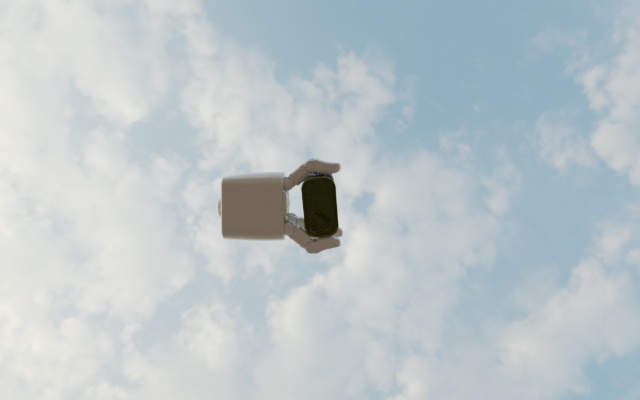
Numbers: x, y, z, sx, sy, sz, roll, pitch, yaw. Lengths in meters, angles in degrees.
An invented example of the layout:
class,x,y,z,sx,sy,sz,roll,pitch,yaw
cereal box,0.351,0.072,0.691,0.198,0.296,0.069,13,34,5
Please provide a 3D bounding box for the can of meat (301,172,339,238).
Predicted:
class,x,y,z,sx,sy,sz,roll,pitch,yaw
can of meat,0.000,0.003,0.823,0.057,0.102,0.084,-5,13,2
